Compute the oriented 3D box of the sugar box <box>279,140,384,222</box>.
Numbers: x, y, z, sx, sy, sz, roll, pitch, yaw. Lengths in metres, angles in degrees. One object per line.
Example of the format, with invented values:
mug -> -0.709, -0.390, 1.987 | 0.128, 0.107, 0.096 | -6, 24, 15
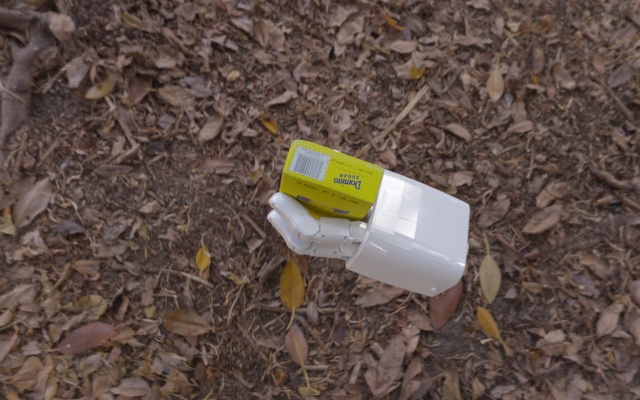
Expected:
sugar box -> 0.000, 0.002, 0.527 | 0.093, 0.048, 0.176 | 19, -24, -1
